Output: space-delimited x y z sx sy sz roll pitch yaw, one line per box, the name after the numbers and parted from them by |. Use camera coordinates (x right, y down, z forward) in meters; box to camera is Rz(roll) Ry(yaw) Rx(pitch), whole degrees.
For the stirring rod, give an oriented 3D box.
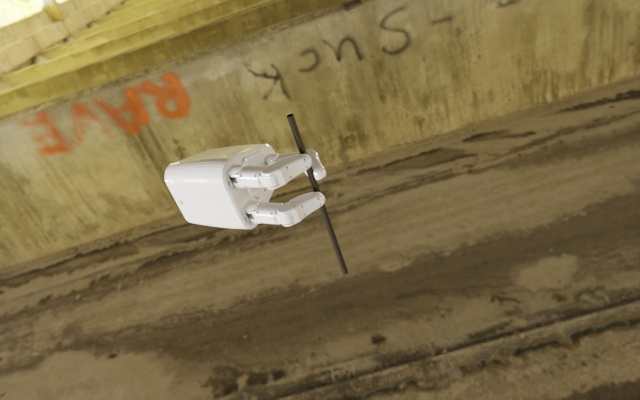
0.000 0.002 0.596 0.011 0.240 0.011 -14 32 9 | stirring rod
